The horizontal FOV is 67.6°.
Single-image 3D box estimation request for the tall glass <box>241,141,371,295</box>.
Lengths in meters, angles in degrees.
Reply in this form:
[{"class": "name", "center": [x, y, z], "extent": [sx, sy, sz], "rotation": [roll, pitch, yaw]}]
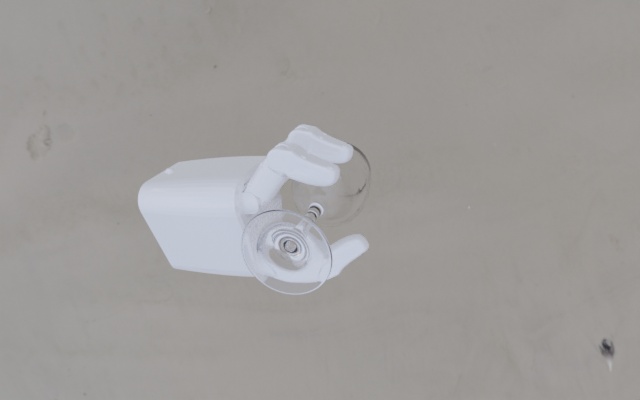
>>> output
[{"class": "tall glass", "center": [0.000, 0.002, 0.451], "extent": [0.079, 0.079, 0.201], "rotation": [0, 23, 18]}]
